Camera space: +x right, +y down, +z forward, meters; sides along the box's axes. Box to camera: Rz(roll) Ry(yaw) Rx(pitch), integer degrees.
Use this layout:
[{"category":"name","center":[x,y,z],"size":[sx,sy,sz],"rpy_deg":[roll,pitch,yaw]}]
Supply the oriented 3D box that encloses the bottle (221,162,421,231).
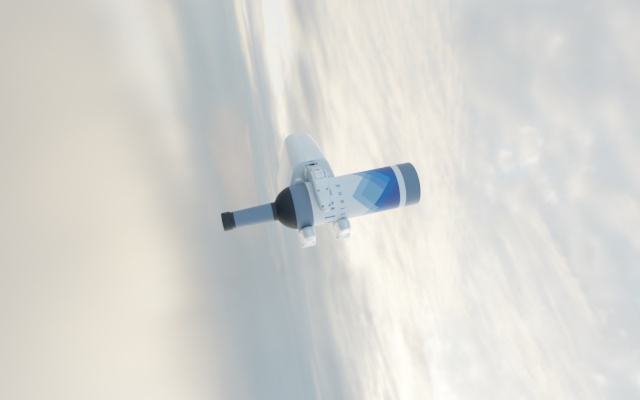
[{"category":"bottle","center":[0.000,0.002,0.716],"size":[0.295,0.069,0.069],"rpy_deg":[-12,2,-9]}]
